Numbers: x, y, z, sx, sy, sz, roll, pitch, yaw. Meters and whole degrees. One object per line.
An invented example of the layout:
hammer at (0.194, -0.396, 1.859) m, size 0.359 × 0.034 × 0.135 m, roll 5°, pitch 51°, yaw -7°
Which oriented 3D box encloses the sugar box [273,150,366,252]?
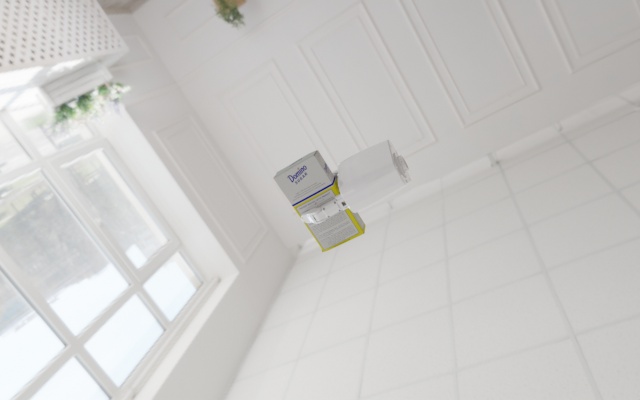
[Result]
sugar box at (0.000, 0.003, 0.888) m, size 0.093 × 0.176 × 0.048 m, roll -27°, pitch 14°, yaw 18°
